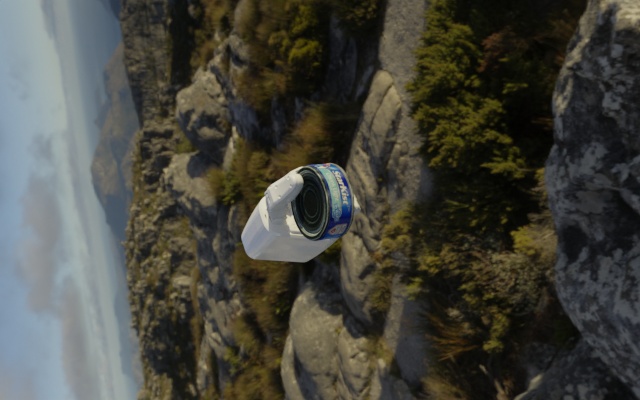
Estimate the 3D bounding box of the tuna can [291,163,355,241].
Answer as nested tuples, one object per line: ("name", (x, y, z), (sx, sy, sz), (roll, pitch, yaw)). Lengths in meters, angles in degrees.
("tuna can", (0.000, 0.002, 0.534), (0.034, 0.086, 0.086), (-6, 3, -31))
